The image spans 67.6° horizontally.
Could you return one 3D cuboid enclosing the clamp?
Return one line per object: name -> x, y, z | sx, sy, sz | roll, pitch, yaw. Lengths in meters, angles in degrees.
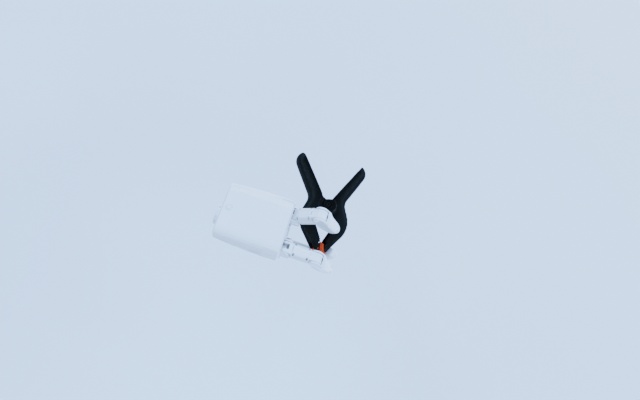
clamp -> 0.000, 0.003, 0.780 | 0.120, 0.171, 0.039 | 19, -23, -4
